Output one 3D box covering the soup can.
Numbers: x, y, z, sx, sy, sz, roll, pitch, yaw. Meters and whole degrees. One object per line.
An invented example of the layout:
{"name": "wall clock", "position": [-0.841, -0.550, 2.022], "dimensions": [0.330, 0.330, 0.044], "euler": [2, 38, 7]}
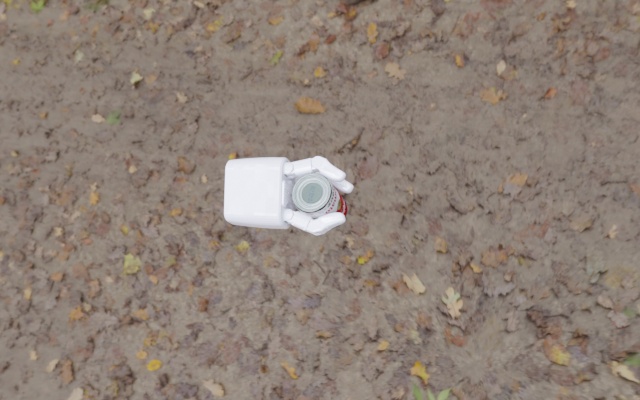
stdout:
{"name": "soup can", "position": [0.000, 0.003, 0.792], "dimensions": [0.068, 0.068, 0.102], "euler": [0, -18, 18]}
